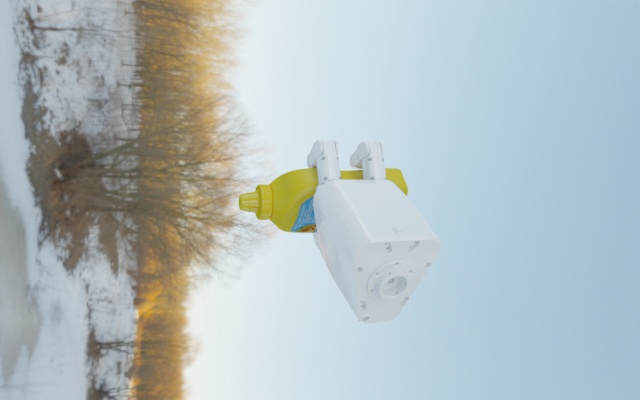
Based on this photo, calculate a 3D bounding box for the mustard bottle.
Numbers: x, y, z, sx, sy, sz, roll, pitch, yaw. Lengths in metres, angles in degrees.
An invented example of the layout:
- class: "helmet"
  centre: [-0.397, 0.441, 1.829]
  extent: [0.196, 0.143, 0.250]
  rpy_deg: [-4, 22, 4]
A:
- class: "mustard bottle"
  centre: [0.000, 0.002, 0.564]
  extent: [0.191, 0.058, 0.096]
  rpy_deg: [-1, -34, -20]
